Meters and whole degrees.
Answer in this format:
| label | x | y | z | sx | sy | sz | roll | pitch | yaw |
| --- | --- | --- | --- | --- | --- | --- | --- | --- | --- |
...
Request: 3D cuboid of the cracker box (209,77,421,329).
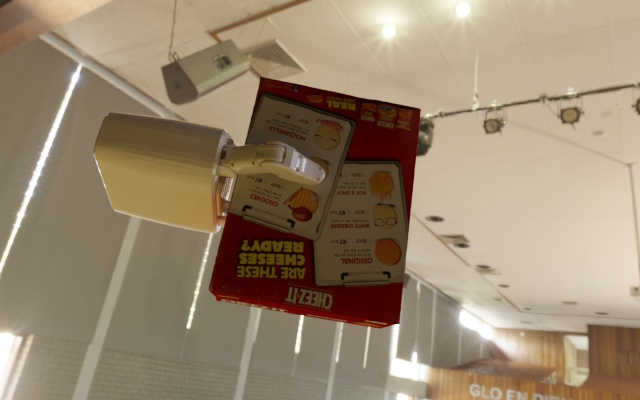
| label | x | y | z | sx | sy | sz | roll | pitch | yaw |
| --- | --- | --- | --- | --- | --- | --- | --- | --- | --- |
| cracker box | 0.000 | 0.001 | 0.459 | 0.164 | 0.213 | 0.072 | 11 | -20 | -3 |
